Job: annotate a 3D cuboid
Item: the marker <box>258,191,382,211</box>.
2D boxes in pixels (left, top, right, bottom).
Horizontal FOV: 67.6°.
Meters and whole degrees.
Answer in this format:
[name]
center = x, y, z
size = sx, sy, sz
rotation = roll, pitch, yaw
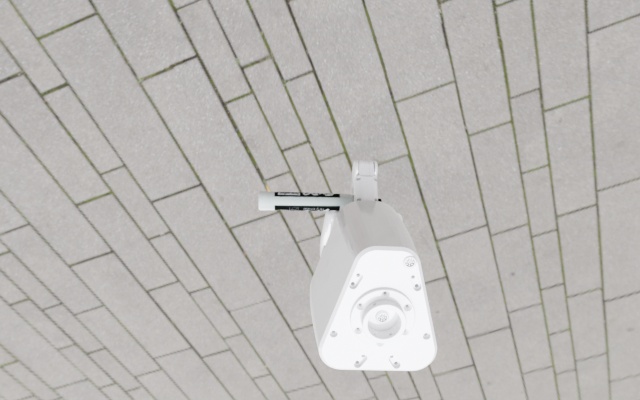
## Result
[marker]
center = 0.000, 0.002, 0.472
size = 0.121, 0.020, 0.020
rotation = 1, 0, -3
